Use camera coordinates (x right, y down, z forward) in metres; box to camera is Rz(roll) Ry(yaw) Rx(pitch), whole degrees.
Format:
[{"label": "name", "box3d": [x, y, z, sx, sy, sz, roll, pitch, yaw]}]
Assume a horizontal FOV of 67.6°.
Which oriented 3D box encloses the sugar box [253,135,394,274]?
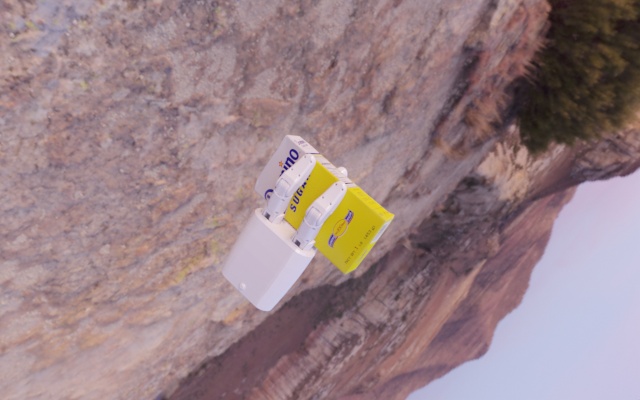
[{"label": "sugar box", "box3d": [0.000, 0.002, 0.626, 0.176, 0.093, 0.048, 40, 20, 15]}]
